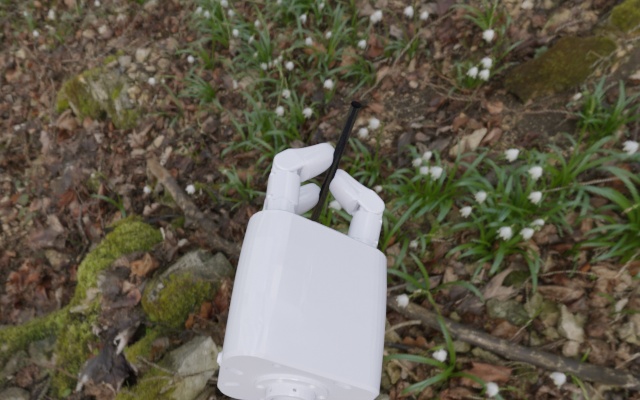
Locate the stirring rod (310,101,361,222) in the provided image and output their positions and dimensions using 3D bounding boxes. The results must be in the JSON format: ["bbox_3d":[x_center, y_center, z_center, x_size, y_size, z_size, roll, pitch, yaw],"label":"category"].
[{"bbox_3d":[0.000,0.002,0.447,0.011,0.011,0.240,0,-37,-16],"label":"stirring rod"}]
